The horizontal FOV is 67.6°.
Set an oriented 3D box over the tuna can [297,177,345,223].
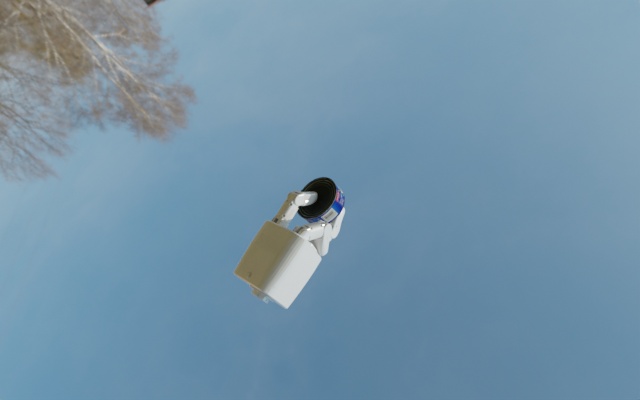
[{"bbox_3d":[0.000,0.003,0.855,0.086,0.086,0.034,0,-30,38],"label":"tuna can"}]
